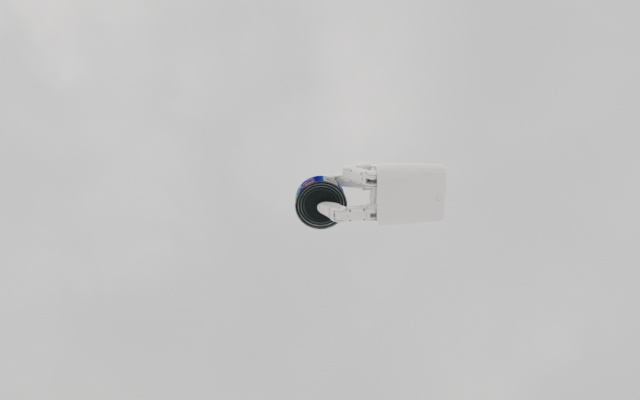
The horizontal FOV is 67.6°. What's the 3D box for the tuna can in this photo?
[{"bbox_3d":[0.000,0.002,0.796,0.086,0.086,0.033,0,23,-4],"label":"tuna can"}]
